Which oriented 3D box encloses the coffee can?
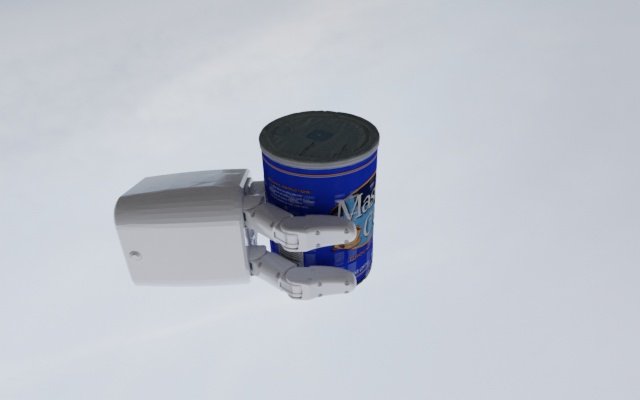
[{"bbox_3d":[0.000,0.001,0.442,0.103,0.140,0.102,-1,33,1],"label":"coffee can"}]
